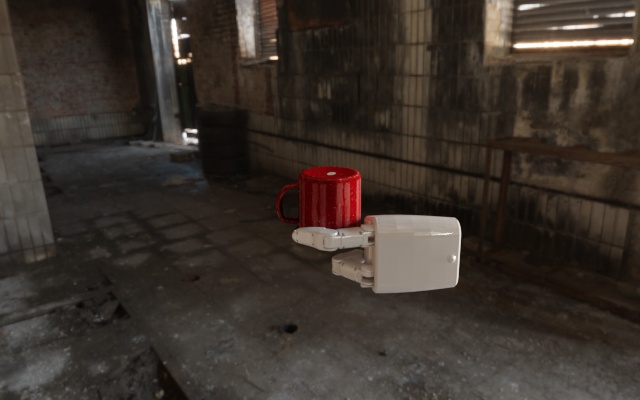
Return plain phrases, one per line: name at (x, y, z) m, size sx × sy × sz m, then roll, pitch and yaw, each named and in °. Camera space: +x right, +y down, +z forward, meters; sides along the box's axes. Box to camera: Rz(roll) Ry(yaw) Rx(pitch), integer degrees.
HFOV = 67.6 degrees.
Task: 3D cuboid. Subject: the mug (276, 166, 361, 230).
mug at (-0.001, 0.002, 0.630) m, size 0.117 × 0.081 × 0.093 m, roll -1°, pitch 17°, yaw -3°
